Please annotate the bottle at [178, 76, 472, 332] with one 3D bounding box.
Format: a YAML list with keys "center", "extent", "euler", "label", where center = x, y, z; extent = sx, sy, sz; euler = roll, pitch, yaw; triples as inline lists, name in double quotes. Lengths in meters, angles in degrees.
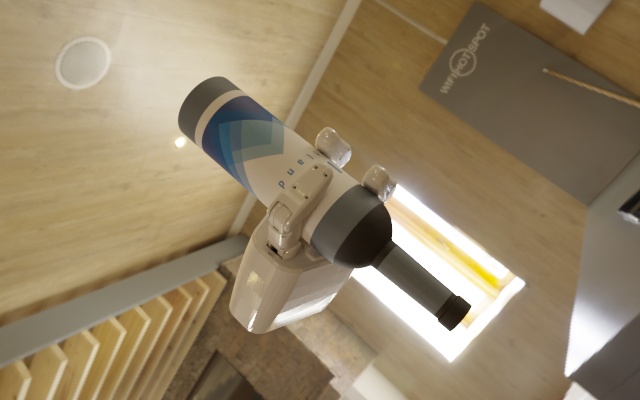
- center: [0.000, 0.001, 0.409]
  extent: [0.295, 0.069, 0.069]
  euler: [40, 13, 17]
  label: "bottle"
